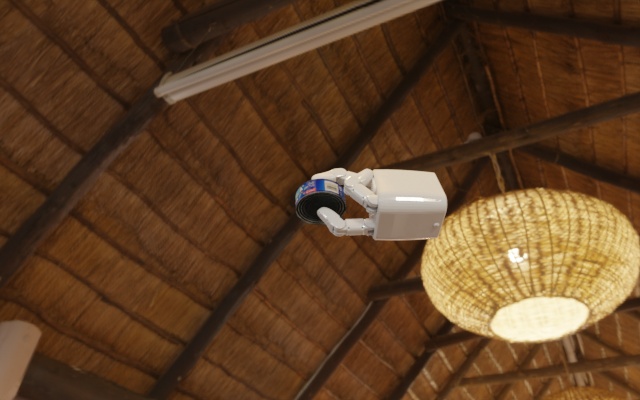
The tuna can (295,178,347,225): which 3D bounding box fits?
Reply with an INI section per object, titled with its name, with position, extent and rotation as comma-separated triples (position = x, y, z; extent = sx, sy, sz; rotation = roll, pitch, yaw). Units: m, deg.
[tuna can]
position = 0.000, 0.002, 0.808
extent = 0.086, 0.033, 0.086
rotation = -2, -41, -2
